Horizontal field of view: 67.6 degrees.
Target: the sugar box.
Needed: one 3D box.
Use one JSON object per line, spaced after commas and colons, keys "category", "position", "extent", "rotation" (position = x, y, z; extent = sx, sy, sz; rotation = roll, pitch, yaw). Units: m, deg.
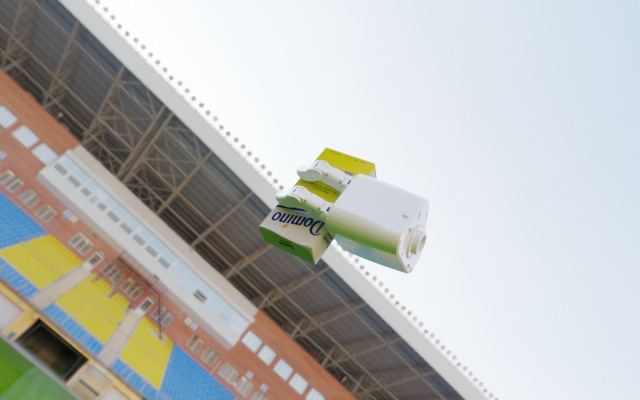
{"category": "sugar box", "position": [0.000, 0.002, 0.703], "extent": [0.093, 0.048, 0.176], "rotation": [21, 55, 28]}
